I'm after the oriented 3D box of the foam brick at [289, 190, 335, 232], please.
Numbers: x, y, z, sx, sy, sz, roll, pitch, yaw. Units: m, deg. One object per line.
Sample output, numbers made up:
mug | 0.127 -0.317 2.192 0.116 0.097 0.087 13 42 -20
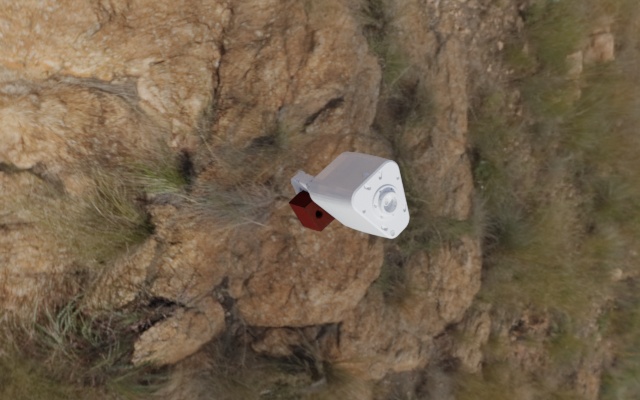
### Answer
foam brick | 0.000 0.003 0.757 0.078 0.053 0.051 -43 29 -19
